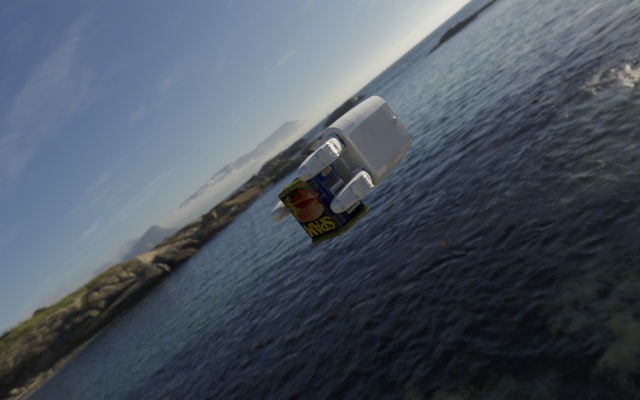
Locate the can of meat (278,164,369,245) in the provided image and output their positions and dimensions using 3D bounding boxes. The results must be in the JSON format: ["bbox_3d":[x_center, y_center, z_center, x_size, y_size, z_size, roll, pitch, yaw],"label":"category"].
[{"bbox_3d":[0.000,0.002,0.619,0.057,0.084,0.102,-43,8,-31],"label":"can of meat"}]
